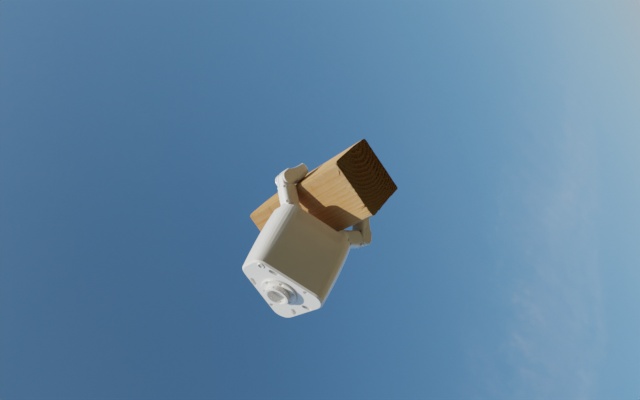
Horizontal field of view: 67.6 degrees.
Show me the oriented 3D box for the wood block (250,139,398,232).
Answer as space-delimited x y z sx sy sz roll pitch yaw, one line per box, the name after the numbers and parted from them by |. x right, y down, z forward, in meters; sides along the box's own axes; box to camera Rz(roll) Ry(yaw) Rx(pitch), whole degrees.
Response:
0.000 0.002 0.725 0.206 0.091 0.090 -29 9 42 | wood block
